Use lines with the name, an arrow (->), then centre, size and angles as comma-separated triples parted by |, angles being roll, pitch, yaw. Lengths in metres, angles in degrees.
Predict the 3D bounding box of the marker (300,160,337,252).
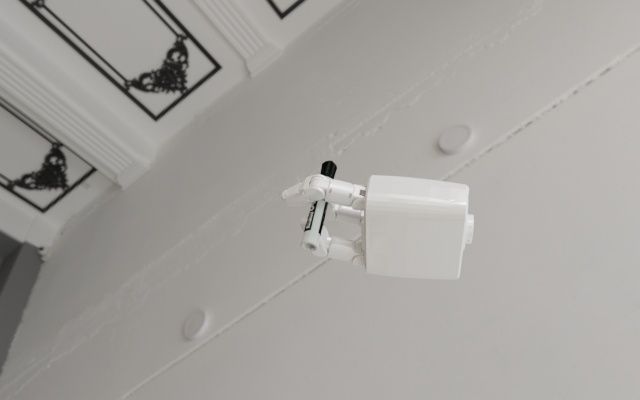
marker -> 0.000, 0.002, 0.534 | 0.020, 0.121, 0.020 | 9, -37, 7
